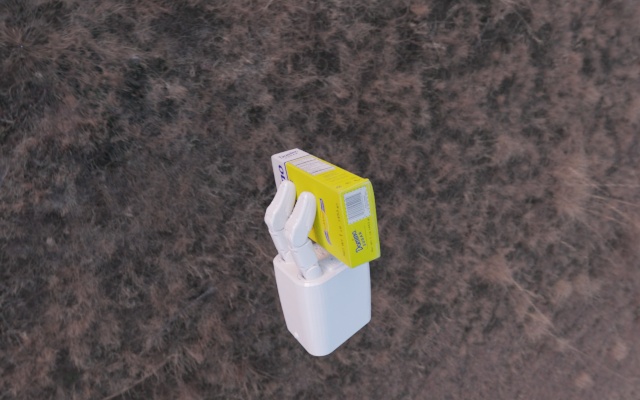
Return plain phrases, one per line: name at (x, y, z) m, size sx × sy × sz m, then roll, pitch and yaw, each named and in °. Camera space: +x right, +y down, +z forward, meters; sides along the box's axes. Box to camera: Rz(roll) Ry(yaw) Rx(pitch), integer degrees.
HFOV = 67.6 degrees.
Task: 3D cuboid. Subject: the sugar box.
sugar box at (0.000, 0.002, 0.566) m, size 0.048 × 0.093 × 0.176 m, roll -20°, pitch 25°, yaw -25°
